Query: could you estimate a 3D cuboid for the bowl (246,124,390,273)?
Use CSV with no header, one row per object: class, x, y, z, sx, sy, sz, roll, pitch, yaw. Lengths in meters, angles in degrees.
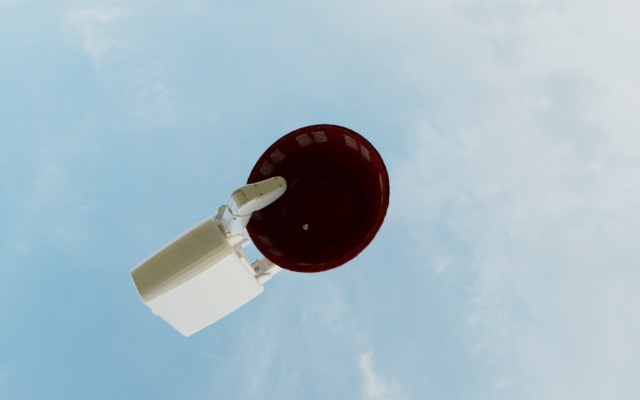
bowl,0.001,0.001,0.515,0.162,0.162,0.055,0,-16,20
